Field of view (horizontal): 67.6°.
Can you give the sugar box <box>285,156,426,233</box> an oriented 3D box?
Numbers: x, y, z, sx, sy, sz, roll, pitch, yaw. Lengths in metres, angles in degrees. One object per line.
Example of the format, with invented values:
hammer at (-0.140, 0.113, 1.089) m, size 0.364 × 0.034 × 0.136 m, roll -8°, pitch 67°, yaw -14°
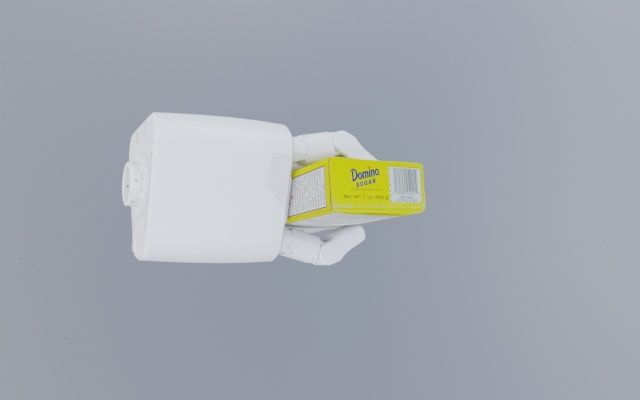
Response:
sugar box at (0.000, 0.001, 0.430) m, size 0.093 × 0.048 × 0.176 m, roll 2°, pitch -7°, yaw -32°
